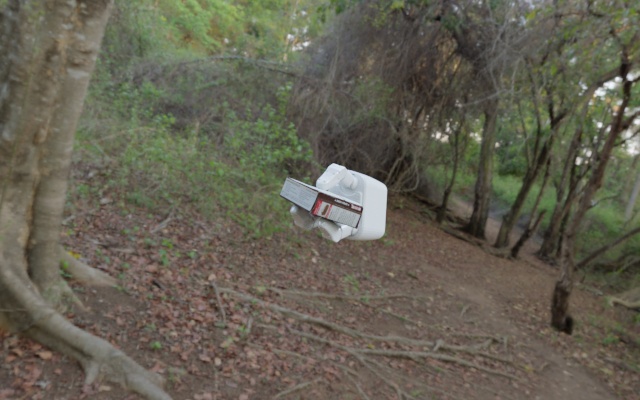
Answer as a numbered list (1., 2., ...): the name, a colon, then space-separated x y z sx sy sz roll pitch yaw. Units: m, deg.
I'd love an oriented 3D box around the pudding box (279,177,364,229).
1. pudding box: 0.000 0.002 0.742 0.090 0.039 0.113 18 2 -32
